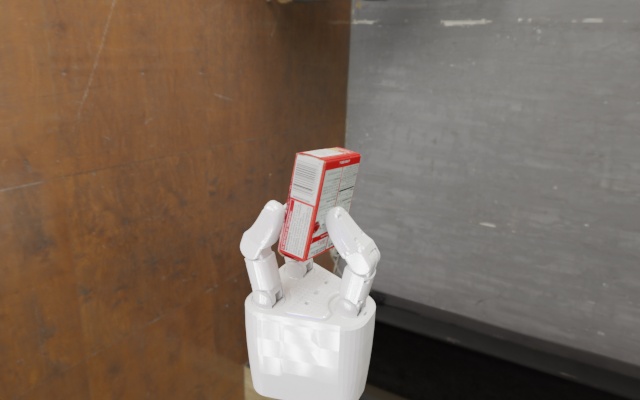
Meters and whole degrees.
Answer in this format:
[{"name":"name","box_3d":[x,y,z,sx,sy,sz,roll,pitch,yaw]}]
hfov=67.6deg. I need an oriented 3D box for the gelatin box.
[{"name":"gelatin box","box_3d":[0.001,0.001,0.411,0.030,0.089,0.073,19,18,24]}]
